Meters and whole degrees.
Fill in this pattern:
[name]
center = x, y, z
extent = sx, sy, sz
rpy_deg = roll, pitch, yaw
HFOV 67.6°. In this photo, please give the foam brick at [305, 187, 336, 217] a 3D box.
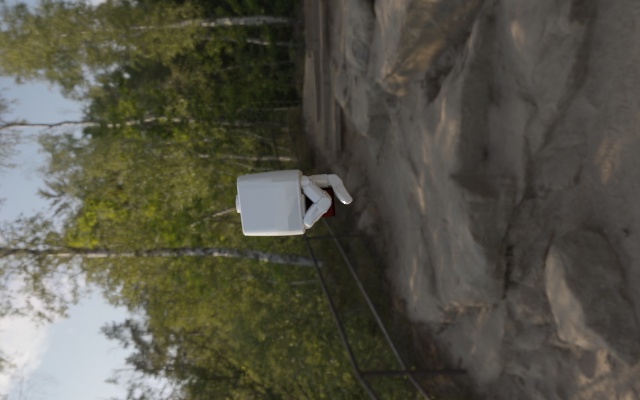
[foam brick]
center = 0.000, 0.003, 0.883
extent = 0.051, 0.053, 0.078
rpy_deg = -5, 1, 2
